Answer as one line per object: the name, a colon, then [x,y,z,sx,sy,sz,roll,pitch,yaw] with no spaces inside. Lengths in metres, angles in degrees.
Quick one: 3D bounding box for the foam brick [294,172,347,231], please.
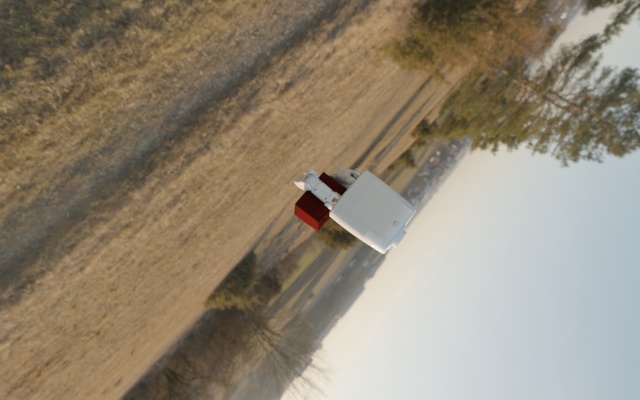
foam brick: [0.000,0.003,0.799,0.051,0.078,0.053,38,-17,11]
